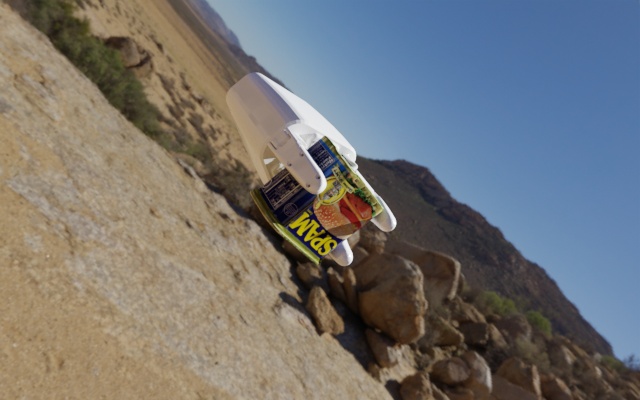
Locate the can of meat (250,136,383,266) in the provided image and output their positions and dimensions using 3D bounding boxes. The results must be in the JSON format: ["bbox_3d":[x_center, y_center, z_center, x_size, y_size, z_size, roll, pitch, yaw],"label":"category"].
[{"bbox_3d":[0.000,0.001,0.440,0.057,0.084,0.102,53,4,40],"label":"can of meat"}]
